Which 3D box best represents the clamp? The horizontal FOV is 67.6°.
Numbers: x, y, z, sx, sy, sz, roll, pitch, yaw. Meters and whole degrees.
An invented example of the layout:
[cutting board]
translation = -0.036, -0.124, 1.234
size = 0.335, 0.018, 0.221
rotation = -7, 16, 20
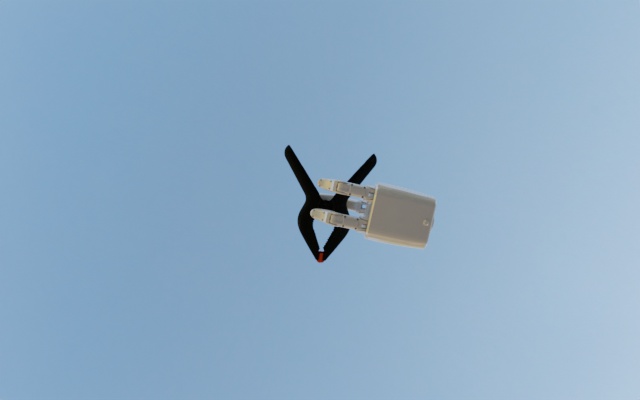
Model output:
[clamp]
translation = 0.000, 0.003, 0.852
size = 0.164, 0.210, 0.036
rotation = 13, 1, -1
